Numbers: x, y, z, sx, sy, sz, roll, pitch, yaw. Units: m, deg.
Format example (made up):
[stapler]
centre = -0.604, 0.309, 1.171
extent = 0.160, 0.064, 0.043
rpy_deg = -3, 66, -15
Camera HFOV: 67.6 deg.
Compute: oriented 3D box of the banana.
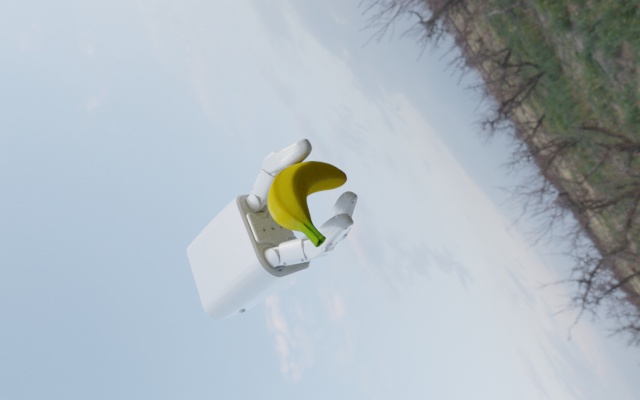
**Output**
[banana]
centre = -0.014, -0.009, 0.501
extent = 0.069, 0.037, 0.197
rpy_deg = 41, 22, -6
